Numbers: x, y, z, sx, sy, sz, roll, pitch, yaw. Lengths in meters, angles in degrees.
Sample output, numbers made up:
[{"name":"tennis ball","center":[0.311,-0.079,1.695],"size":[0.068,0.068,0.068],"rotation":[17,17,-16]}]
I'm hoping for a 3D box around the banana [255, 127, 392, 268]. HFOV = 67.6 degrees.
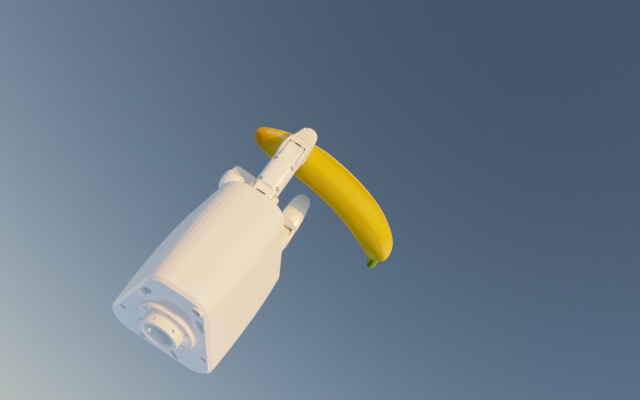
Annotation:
[{"name":"banana","center":[0.015,-0.001,0.472],"size":[0.069,0.198,0.037],"rotation":[-23,24,42]}]
